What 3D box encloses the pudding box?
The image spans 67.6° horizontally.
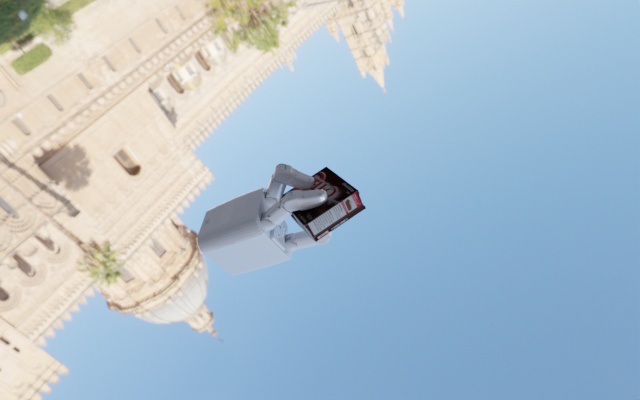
[{"bbox_3d":[0.000,0.002,0.695,0.090,0.039,0.113,-34,33,-8],"label":"pudding box"}]
